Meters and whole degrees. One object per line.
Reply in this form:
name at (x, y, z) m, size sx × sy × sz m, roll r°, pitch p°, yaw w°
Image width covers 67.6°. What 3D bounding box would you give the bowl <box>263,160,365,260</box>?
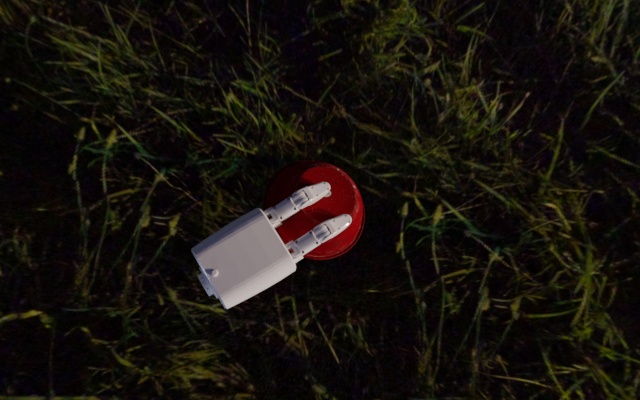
bowl at (0.001, 0.001, 0.703) m, size 0.162 × 0.162 × 0.055 m, roll 0°, pitch -22°, yaw -20°
